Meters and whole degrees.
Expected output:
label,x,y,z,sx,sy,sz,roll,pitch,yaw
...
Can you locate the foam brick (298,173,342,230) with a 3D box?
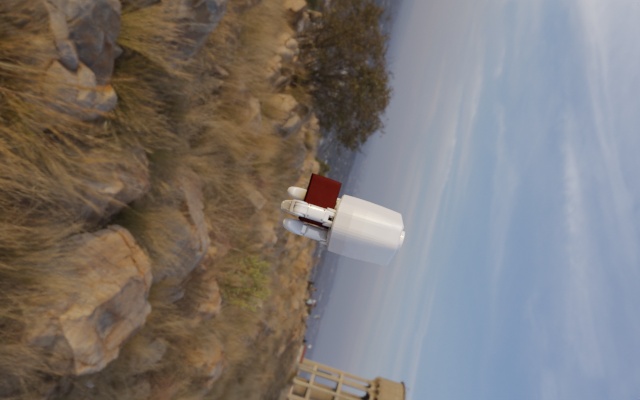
label,x,y,z,sx,sy,sz,roll,pitch,yaw
foam brick,0.000,0.002,0.782,0.051,0.078,0.053,16,-5,3
